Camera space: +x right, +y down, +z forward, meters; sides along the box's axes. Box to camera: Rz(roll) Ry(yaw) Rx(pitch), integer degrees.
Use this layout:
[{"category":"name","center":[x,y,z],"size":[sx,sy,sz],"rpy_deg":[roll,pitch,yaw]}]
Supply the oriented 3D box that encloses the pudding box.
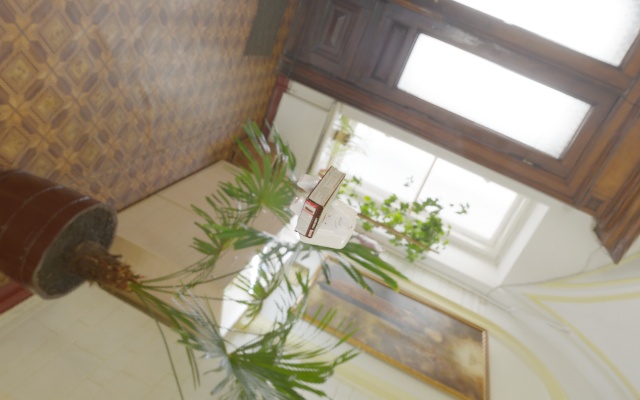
[{"category":"pudding box","center":[0.000,0.003,0.874],"size":[0.039,0.090,0.113],"rpy_deg":[26,42,6]}]
